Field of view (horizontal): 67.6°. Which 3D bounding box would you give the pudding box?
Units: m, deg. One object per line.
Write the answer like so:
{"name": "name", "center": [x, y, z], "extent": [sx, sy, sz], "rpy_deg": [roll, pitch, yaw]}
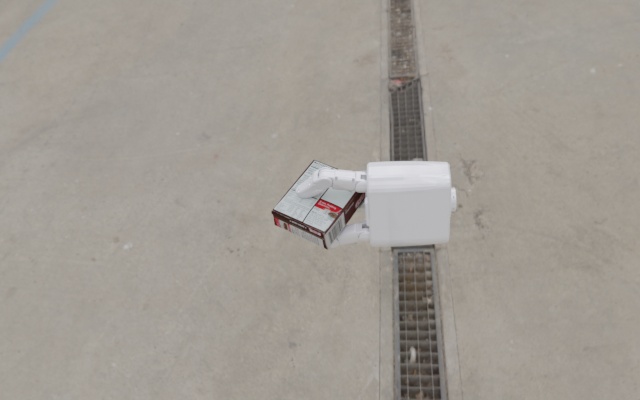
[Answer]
{"name": "pudding box", "center": [0.000, 0.002, 0.667], "extent": [0.090, 0.039, 0.113], "rpy_deg": [22, 55, 25]}
